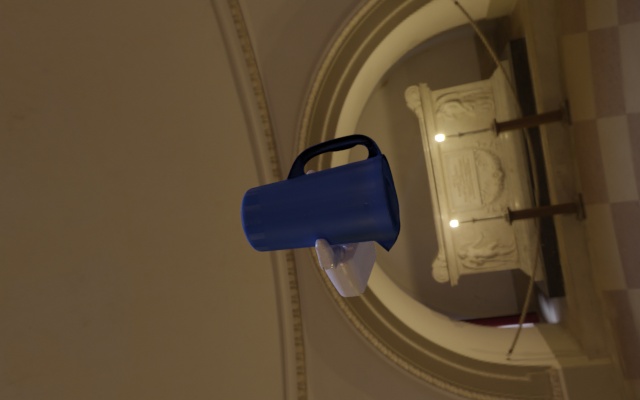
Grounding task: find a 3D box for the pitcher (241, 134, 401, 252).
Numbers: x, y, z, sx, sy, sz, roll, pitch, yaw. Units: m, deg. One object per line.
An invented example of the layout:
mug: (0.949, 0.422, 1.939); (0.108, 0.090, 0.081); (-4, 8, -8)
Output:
pitcher: (0.000, 0.003, 0.766); (0.243, 0.149, 0.145); (-10, -45, 15)
